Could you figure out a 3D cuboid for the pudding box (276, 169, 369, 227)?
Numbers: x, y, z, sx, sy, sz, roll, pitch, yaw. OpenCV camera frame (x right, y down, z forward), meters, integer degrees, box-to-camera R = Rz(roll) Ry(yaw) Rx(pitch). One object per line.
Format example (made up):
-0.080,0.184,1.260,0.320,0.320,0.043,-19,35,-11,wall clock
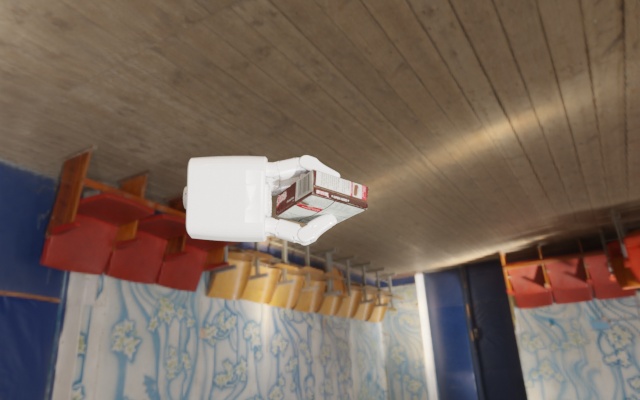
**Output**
0.000,0.002,0.672,0.090,0.039,0.113,15,-23,-27,pudding box
